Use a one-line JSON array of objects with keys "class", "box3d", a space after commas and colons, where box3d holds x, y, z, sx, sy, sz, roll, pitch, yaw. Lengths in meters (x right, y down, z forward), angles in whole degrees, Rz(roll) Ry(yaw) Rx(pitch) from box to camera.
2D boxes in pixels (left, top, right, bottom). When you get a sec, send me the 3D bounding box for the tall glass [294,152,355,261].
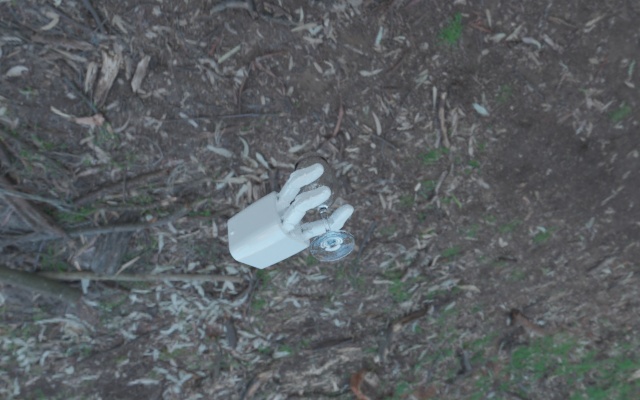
[{"class": "tall glass", "box3d": [0.000, 0.003, 0.821, 0.079, 0.200, 0.079, -8, -43, -7]}]
